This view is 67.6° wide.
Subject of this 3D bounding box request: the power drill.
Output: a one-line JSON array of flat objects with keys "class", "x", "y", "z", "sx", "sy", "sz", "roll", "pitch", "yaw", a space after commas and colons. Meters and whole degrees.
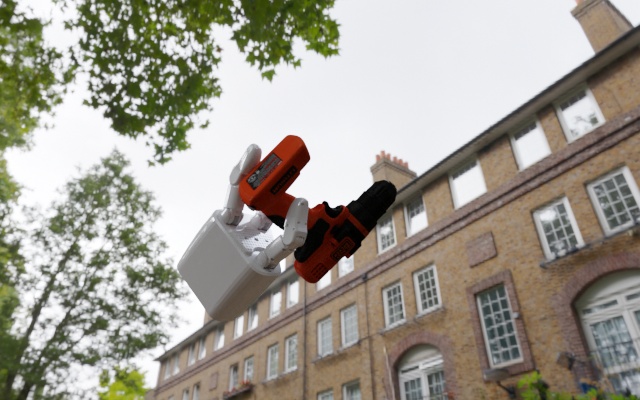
[{"class": "power drill", "x": 0.000, "y": 0.002, "z": 0.633, "sx": 0.188, "sy": 0.184, "sz": 0.057, "roll": 46, "pitch": -5, "yaw": -34}]
